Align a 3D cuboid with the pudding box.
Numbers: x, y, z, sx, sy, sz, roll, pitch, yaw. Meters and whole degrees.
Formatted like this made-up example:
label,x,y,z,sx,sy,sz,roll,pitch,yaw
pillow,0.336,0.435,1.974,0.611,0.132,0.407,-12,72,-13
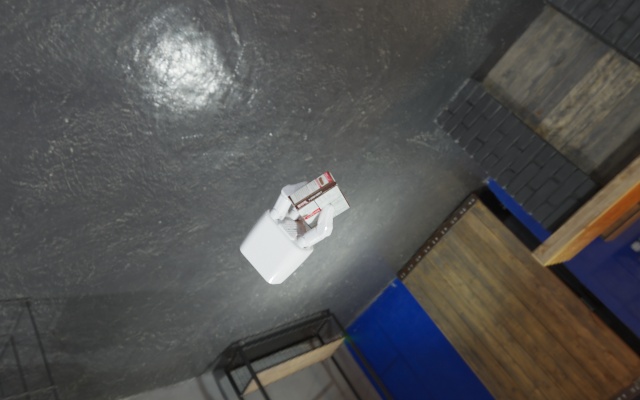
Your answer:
label,x,y,z,sx,sy,sz,roll,pitch,yaw
pudding box,0.000,0.003,0.893,0.090,0.039,0.113,-33,-26,1
